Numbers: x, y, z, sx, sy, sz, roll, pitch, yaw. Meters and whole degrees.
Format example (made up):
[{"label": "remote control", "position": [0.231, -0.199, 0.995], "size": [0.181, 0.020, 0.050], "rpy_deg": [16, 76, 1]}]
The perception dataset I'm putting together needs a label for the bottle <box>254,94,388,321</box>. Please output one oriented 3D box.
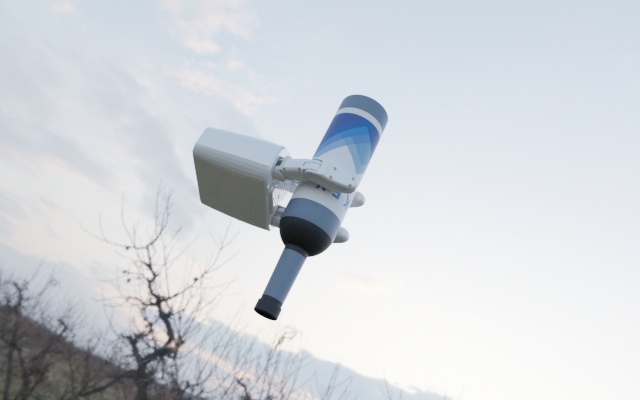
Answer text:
[{"label": "bottle", "position": [0.000, 0.002, 0.564], "size": [0.069, 0.295, 0.069], "rpy_deg": [20, -27, 11]}]
